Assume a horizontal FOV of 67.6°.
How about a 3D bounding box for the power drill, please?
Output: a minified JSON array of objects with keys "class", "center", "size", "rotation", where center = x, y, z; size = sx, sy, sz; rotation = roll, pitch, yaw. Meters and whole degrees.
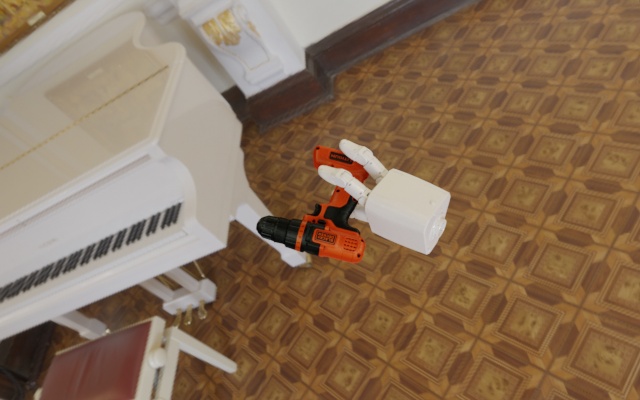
[{"class":"power drill","center":[0.001,0.002,0.817],"size":[0.184,0.187,0.057],"rotation":[15,-20,3]}]
